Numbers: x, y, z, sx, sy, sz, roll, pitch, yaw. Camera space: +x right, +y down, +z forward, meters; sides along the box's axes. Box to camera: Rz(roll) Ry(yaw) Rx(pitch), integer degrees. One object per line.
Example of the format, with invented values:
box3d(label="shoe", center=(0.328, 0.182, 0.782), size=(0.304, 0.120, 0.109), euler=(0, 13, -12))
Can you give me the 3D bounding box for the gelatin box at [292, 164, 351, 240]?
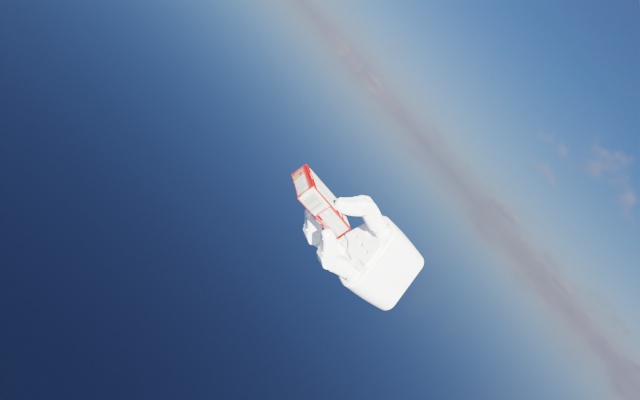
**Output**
box3d(label="gelatin box", center=(0.000, 0.002, 0.654), size=(0.030, 0.089, 0.073), euler=(-36, 28, 10))
